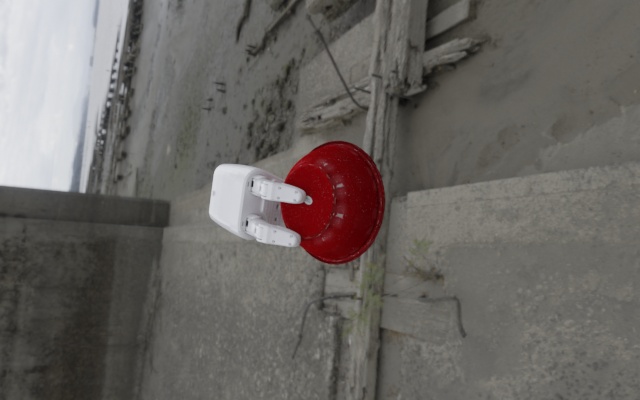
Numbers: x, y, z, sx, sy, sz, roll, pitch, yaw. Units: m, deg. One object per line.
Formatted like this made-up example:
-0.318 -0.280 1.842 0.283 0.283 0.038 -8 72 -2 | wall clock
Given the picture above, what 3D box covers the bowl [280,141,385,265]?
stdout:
0.001 0.002 0.603 0.162 0.162 0.055 0 -2 41 | bowl
